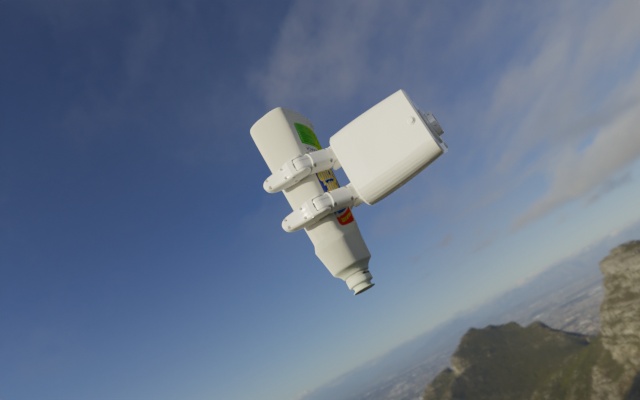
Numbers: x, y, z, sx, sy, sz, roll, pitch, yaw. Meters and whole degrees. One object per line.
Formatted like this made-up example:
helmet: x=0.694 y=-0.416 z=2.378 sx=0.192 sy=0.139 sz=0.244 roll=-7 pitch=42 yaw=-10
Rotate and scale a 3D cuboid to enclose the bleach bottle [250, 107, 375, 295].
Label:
bleach bottle: x=0.000 y=0.002 z=0.611 sx=0.068 sy=0.250 sz=0.102 roll=-35 pitch=-20 yaw=18
